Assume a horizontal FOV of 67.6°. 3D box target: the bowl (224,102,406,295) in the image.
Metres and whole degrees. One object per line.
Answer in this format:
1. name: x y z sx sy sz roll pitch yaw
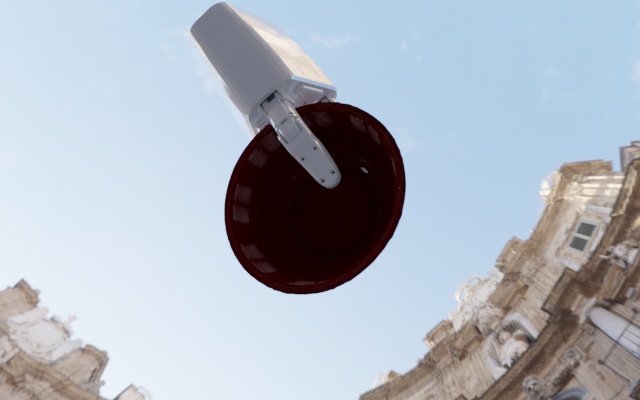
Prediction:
1. bowl: 0.001 0.003 0.404 0.162 0.162 0.055 0 -17 26
